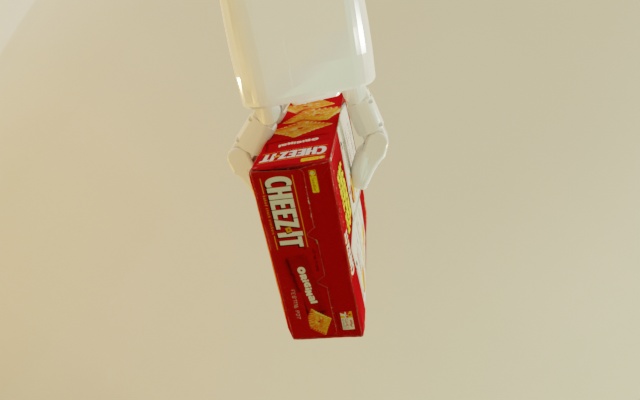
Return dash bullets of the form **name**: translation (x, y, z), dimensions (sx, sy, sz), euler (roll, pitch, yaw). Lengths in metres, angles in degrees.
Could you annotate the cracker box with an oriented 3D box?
- **cracker box**: translation (0.000, 0.001, 0.468), dimensions (0.072, 0.164, 0.213), euler (-8, 24, 10)
